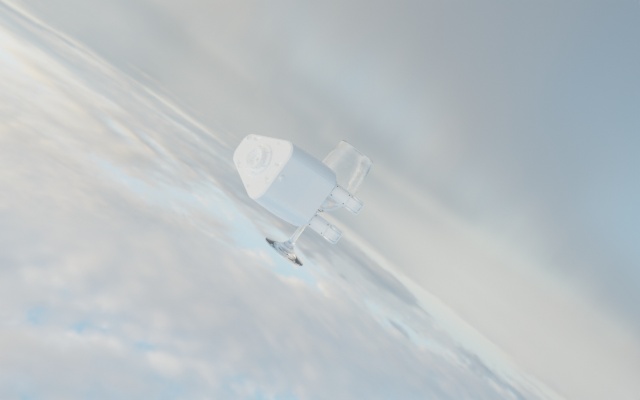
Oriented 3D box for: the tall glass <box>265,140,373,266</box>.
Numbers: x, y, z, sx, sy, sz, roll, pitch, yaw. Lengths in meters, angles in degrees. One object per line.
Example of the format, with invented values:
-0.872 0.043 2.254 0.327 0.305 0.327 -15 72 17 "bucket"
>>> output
0.000 0.003 0.759 0.079 0.201 0.079 36 3 -2 "tall glass"
